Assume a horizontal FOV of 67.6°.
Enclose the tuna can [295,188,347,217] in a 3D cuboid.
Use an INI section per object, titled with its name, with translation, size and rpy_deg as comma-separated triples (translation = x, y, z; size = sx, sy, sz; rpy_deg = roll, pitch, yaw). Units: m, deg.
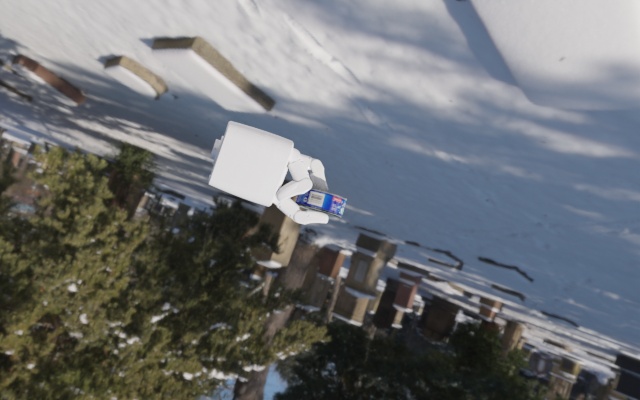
[tuna can]
translation = 0.000, 0.003, 0.824
size = 0.086, 0.034, 0.086
rpy_deg = 15, -4, 1
